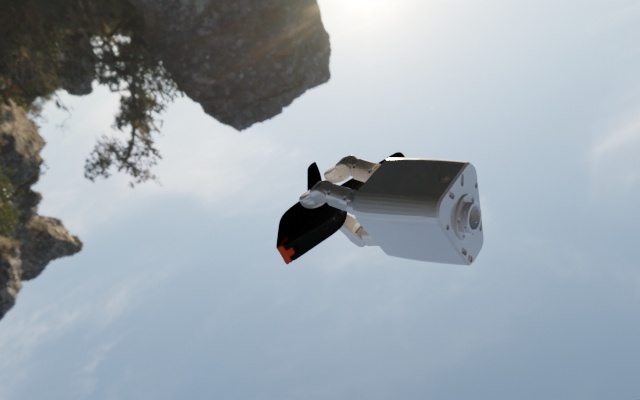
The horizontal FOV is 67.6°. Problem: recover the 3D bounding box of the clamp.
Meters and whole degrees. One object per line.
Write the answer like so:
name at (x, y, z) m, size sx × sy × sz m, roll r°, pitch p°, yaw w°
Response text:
clamp at (0.000, 0.003, 0.638) m, size 0.164 × 0.036 × 0.210 m, roll 2°, pitch 39°, yaw 45°
